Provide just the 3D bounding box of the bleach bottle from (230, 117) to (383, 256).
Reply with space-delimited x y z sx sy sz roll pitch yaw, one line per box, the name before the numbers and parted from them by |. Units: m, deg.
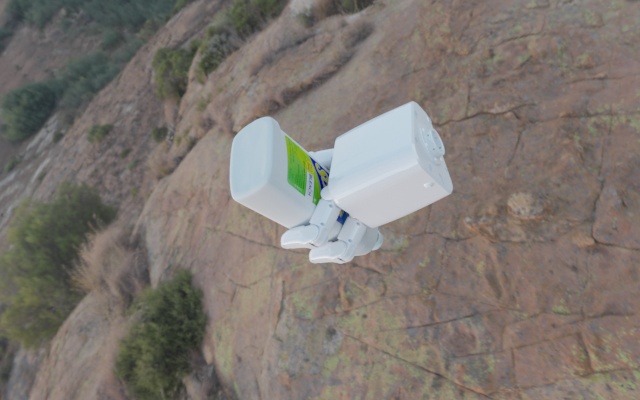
bleach bottle | 0.000 0.002 0.599 0.068 0.102 0.251 -24 -37 30
